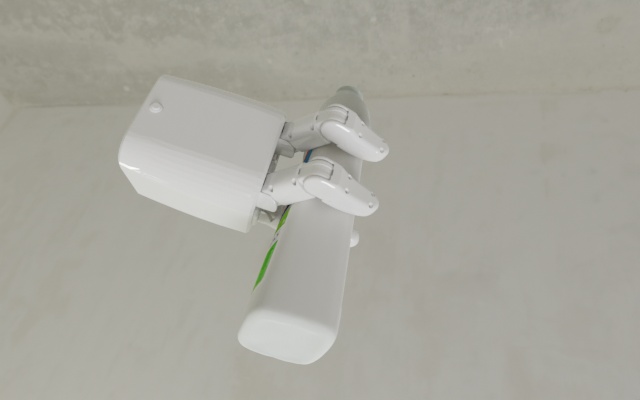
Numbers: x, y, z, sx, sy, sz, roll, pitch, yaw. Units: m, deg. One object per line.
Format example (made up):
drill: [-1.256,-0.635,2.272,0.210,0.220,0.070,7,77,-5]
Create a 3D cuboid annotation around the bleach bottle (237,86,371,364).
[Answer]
bleach bottle: [0.000,0.001,0.412,0.068,0.250,0.103,19,-34,-6]
